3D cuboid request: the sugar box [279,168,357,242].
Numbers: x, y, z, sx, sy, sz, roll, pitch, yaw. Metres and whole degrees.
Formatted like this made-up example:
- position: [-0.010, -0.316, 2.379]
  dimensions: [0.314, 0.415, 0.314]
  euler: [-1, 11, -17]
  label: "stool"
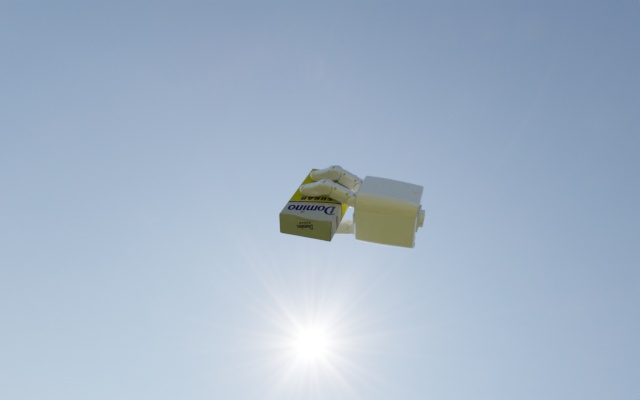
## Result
- position: [0.000, 0.002, 0.853]
  dimensions: [0.093, 0.048, 0.176]
  euler: [9, 29, 14]
  label: "sugar box"
